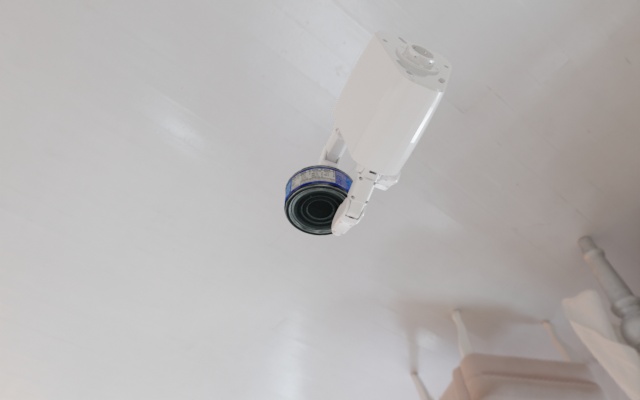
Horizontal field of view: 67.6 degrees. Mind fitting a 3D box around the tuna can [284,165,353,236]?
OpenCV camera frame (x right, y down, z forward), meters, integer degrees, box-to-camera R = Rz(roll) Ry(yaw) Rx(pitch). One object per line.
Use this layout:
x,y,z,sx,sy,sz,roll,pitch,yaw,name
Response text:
0.000,0.002,0.562,0.086,0.086,0.033,0,43,1,tuna can
